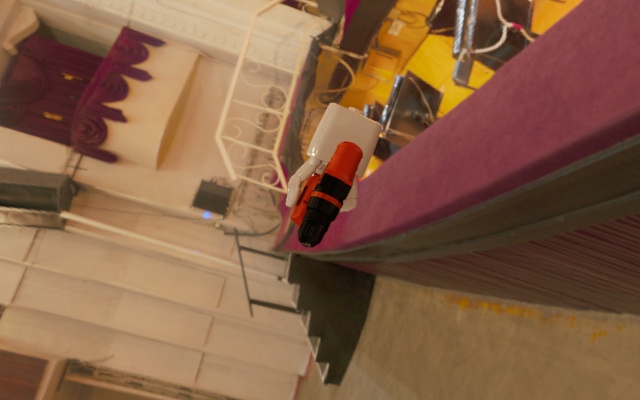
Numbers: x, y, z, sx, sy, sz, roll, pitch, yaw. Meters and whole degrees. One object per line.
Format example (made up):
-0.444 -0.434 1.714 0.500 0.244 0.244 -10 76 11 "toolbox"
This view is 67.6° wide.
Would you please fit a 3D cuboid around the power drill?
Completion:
0.000 0.002 0.817 0.057 0.184 0.188 30 -16 -8 "power drill"
